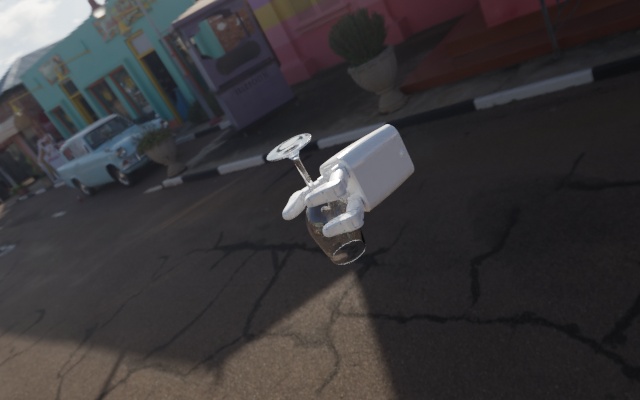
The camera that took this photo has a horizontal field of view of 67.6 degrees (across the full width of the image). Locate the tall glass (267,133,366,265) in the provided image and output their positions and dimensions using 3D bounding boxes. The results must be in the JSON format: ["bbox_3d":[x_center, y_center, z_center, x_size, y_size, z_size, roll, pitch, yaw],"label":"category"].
[{"bbox_3d":[0.000,0.002,0.726,0.079,0.201,0.079,-25,23,11],"label":"tall glass"}]
